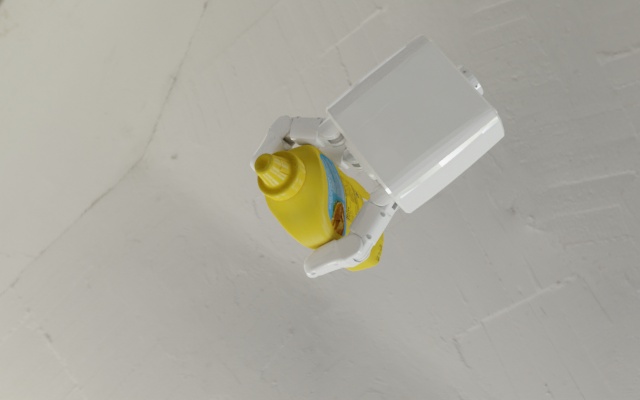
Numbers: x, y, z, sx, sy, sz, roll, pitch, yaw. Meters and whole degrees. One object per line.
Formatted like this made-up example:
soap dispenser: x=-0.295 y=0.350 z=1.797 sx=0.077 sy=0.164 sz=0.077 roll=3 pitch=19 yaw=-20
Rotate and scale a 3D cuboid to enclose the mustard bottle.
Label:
mustard bottle: x=0.000 y=0.002 z=0.450 sx=0.058 sy=0.096 sz=0.192 roll=-17 pitch=-26 yaw=22
